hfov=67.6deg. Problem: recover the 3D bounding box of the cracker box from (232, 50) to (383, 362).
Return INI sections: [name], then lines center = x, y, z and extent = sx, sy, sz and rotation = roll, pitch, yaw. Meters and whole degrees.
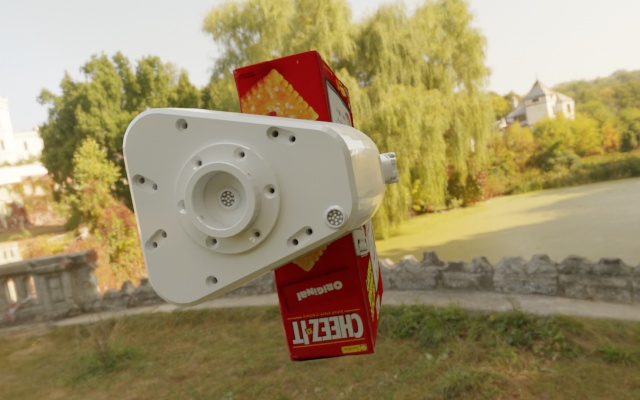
[cracker box]
center = 0.000, 0.001, 0.408
extent = 0.072, 0.214, 0.164
rotation = -10, 3, 11
